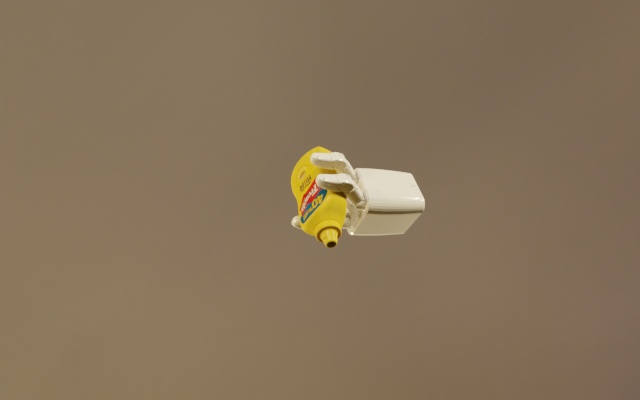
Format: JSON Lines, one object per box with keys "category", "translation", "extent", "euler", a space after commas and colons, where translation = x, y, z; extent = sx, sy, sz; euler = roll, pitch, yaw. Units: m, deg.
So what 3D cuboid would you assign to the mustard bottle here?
{"category": "mustard bottle", "translation": [0.000, 0.002, 0.789], "extent": [0.058, 0.191, 0.096], "euler": [23, -57, -31]}
